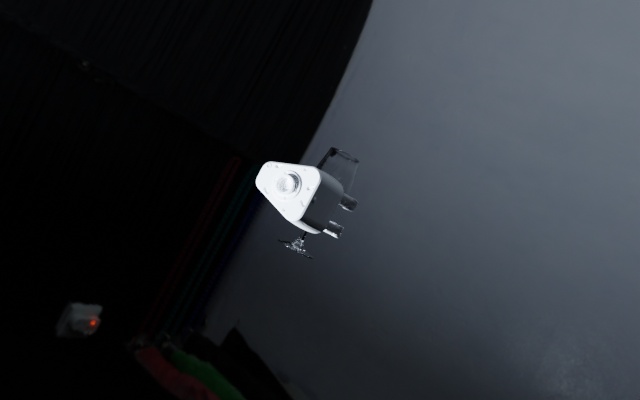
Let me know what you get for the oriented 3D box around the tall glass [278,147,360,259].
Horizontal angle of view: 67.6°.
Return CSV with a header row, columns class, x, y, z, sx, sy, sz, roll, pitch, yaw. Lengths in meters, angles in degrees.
class,x,y,z,sx,sy,sz,roll,pitch,yaw
tall glass,0.000,0.004,0.890,0.079,0.201,0.079,28,-2,1
